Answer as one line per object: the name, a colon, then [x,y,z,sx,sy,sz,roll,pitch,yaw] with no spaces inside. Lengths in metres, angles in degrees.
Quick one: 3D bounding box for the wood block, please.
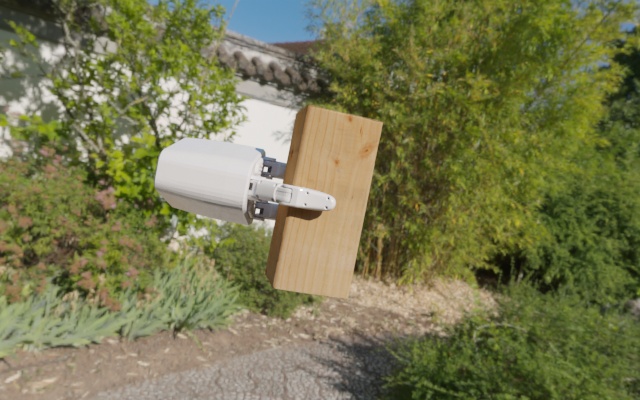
wood block: [0.000,0.002,0.572,0.090,0.206,0.091,11,1,-13]
